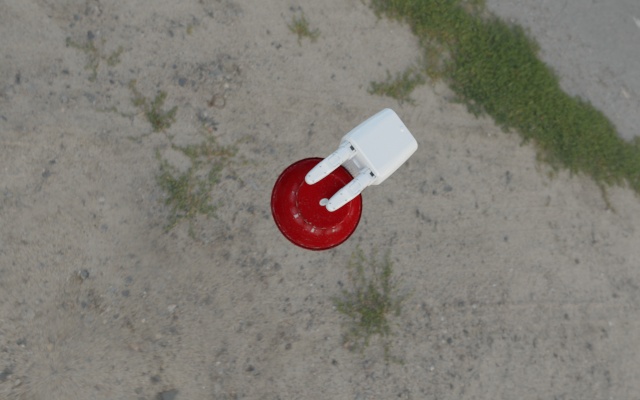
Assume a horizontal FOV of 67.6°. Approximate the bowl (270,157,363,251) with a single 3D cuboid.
[{"bbox_3d":[-0.001,0.004,0.792,0.162,0.162,0.055,0,-6,-12],"label":"bowl"}]
